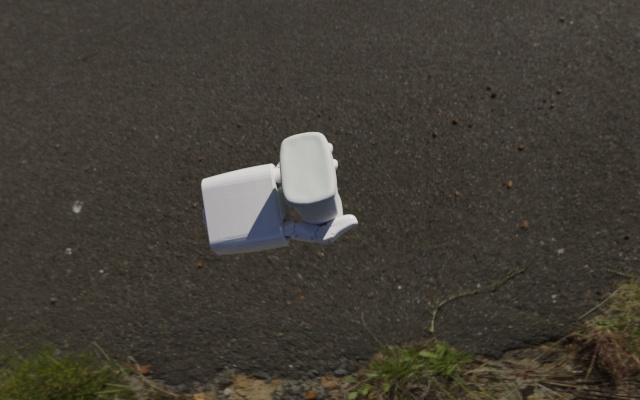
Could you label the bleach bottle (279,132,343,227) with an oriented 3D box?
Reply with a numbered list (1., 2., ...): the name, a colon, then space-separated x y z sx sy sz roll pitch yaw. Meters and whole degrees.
1. bleach bottle: 0.000 0.002 0.696 0.068 0.102 0.251 -10 -22 5
